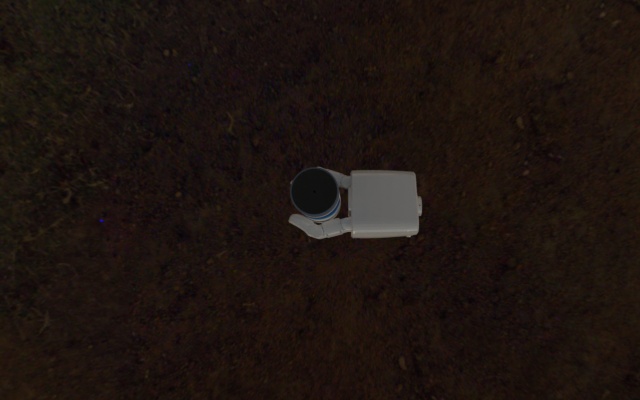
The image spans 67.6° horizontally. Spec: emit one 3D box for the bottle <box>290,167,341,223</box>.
[{"bbox_3d":[0.000,0.003,0.788,0.069,0.069,0.296,0,-6,3],"label":"bottle"}]
